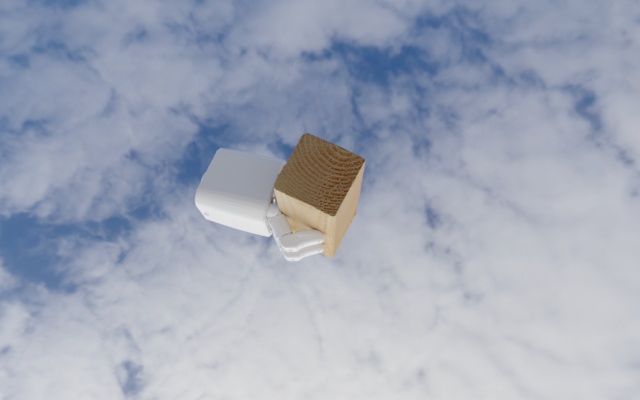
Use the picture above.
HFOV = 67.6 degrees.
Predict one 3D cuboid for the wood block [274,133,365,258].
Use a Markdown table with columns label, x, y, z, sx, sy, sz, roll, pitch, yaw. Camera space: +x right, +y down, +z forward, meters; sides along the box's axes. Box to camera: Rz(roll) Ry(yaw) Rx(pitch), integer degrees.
| label | x | y | z | sx | sy | sz | roll | pitch | yaw |
| --- | --- | --- | --- | --- | --- | --- | --- | --- | --- |
| wood block | 0.000 | 0.002 | 0.692 | 0.090 | 0.090 | 0.206 | 25 | -18 | 10 |
